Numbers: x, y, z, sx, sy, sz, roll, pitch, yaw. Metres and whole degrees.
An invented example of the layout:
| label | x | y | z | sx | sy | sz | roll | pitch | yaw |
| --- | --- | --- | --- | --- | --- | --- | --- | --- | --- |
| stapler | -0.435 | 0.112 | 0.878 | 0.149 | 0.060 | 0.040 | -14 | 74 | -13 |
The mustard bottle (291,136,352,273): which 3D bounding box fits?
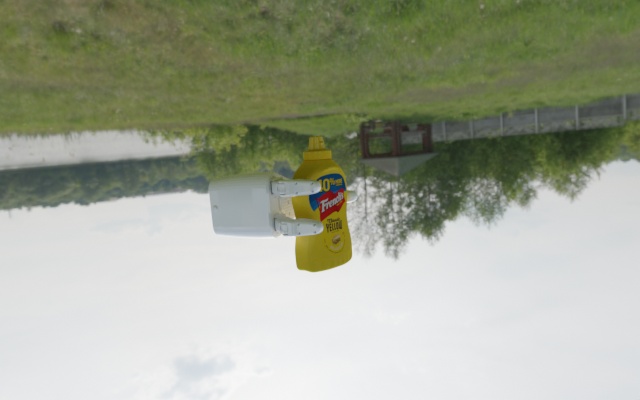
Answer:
| label | x | y | z | sx | sy | sz | roll | pitch | yaw |
| --- | --- | --- | --- | --- | --- | --- | --- | --- | --- |
| mustard bottle | 0.000 | 0.003 | 0.700 | 0.096 | 0.191 | 0.058 | -11 | 9 | -44 |
